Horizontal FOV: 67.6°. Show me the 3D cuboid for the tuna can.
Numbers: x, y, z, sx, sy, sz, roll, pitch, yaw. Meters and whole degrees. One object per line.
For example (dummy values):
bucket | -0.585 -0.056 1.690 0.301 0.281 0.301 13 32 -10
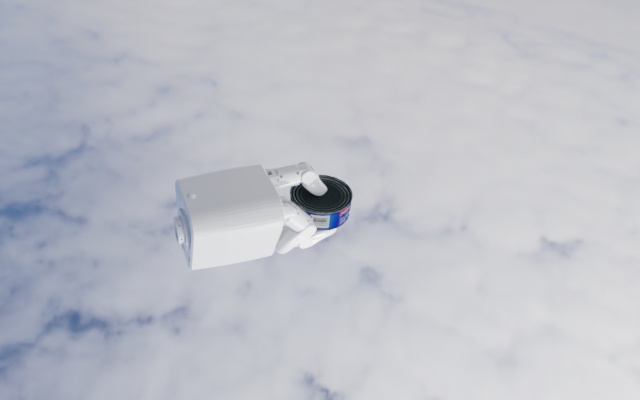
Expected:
tuna can | 0.000 0.003 0.659 0.086 0.034 0.086 3 38 -2
